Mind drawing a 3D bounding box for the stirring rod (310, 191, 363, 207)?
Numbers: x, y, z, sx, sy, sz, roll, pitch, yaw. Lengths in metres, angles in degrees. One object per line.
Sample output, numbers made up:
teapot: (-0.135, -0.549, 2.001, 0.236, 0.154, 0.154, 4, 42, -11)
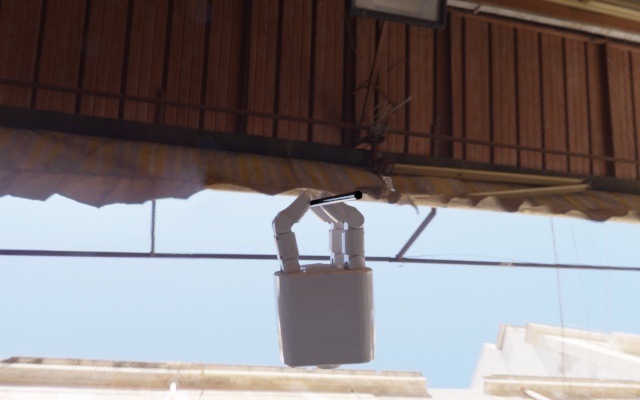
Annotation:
stirring rod: (0.000, 0.002, 0.532, 0.011, 0.011, 0.239, 0, -3, -16)
